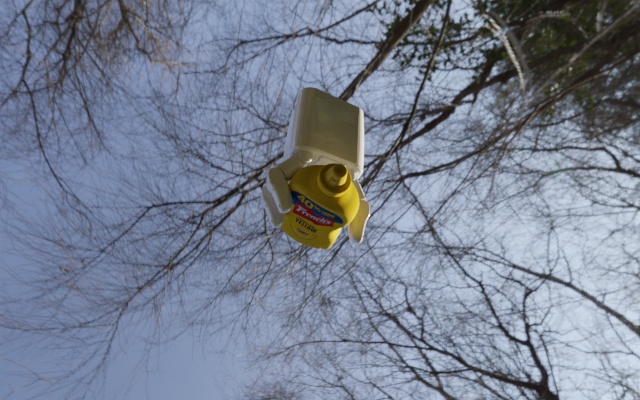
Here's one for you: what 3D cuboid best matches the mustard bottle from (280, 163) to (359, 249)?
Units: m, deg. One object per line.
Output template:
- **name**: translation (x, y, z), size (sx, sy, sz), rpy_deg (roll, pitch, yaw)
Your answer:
- **mustard bottle**: translation (0.000, 0.002, 0.638), size (0.096, 0.058, 0.192), rpy_deg (32, -28, 0)
